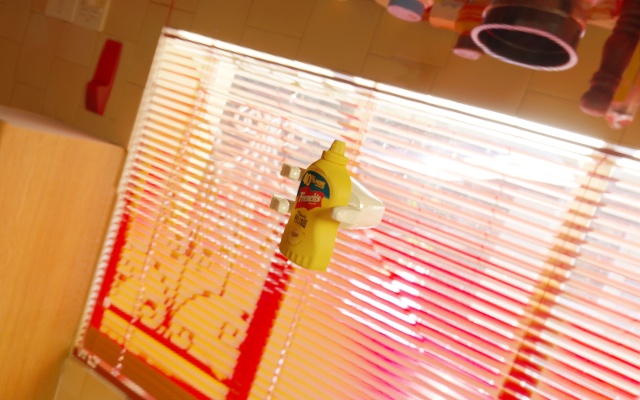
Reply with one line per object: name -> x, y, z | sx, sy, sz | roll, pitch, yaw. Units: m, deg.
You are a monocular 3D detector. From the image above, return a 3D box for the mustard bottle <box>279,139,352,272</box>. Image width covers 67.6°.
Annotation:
mustard bottle -> 0.000, 0.003, 0.714 | 0.058, 0.191, 0.096 | 14, 8, -37
